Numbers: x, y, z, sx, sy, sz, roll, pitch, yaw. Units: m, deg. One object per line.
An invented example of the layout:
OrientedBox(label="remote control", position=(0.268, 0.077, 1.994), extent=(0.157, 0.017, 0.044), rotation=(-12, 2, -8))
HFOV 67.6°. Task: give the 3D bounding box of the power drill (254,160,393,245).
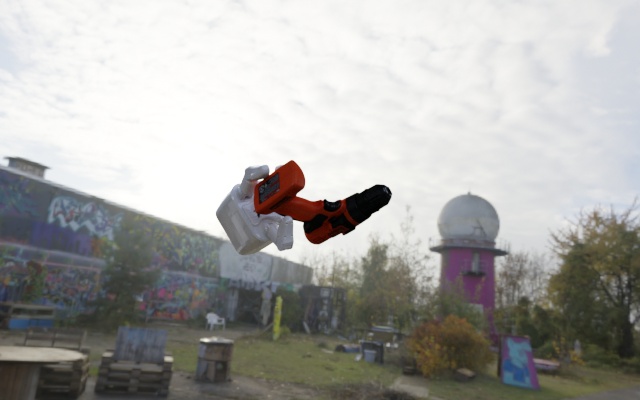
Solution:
OrientedBox(label="power drill", position=(0.000, 0.002, 0.784), extent=(0.184, 0.057, 0.188), rotation=(-33, -42, 31))
